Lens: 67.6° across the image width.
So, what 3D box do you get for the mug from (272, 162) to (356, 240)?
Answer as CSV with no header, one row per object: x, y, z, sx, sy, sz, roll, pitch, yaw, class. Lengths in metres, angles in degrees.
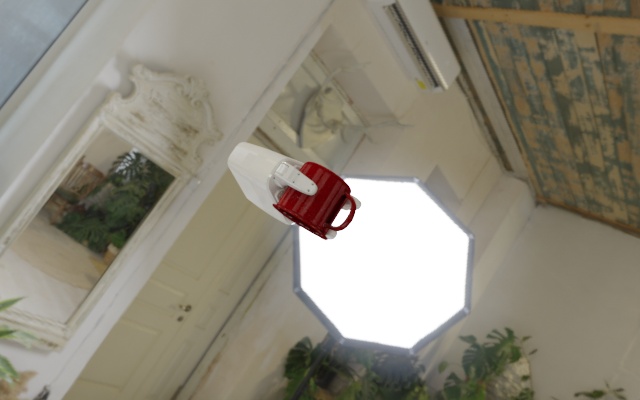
0.001,0.003,0.678,0.117,0.081,0.093,26,-11,37,mug
